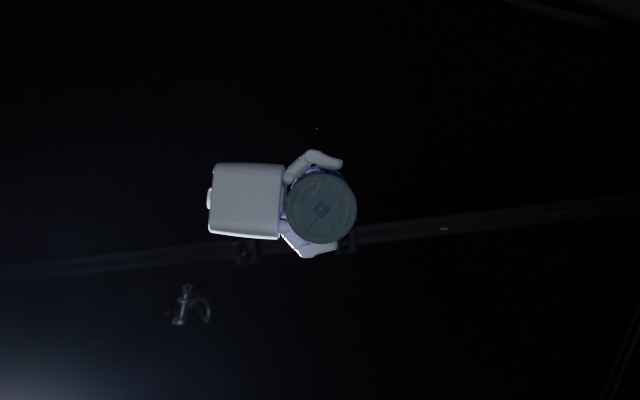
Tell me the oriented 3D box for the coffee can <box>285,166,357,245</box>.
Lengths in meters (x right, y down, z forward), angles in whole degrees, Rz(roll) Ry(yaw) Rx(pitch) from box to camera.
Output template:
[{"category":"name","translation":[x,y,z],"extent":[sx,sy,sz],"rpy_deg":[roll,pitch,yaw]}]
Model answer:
[{"category":"coffee can","translation":[0.000,0.002,0.744],"extent":[0.103,0.103,0.140],"rpy_deg":[0,9,-1]}]
